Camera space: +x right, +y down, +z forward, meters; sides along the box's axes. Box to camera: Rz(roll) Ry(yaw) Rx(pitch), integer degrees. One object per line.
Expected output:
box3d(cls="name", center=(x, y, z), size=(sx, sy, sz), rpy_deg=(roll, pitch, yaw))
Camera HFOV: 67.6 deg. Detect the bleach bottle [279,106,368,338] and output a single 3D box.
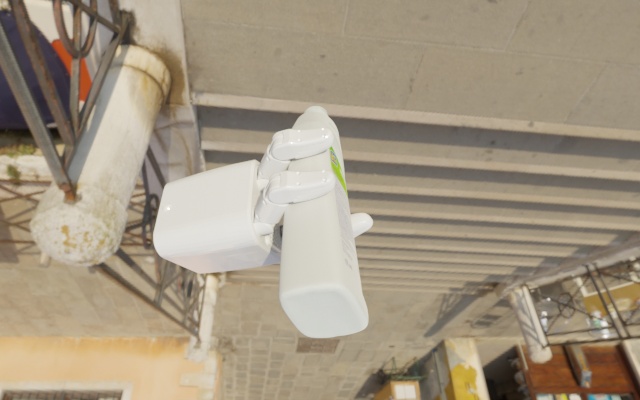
box3d(cls="bleach bottle", center=(0.000, 0.002, 0.489), size=(0.068, 0.250, 0.103), rpy_deg=(-11, -40, 11))
